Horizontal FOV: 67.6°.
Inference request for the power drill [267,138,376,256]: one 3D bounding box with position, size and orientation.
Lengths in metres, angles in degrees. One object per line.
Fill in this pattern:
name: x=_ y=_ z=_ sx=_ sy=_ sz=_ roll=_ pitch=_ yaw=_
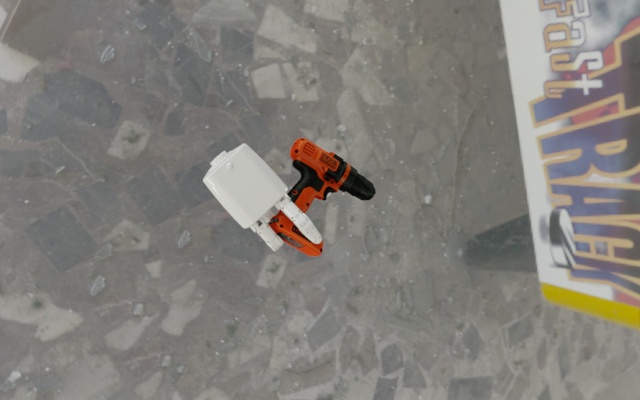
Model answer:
power drill: x=0.000 y=0.003 z=0.867 sx=0.184 sy=0.187 sz=0.057 roll=31 pitch=-24 yaw=-16
